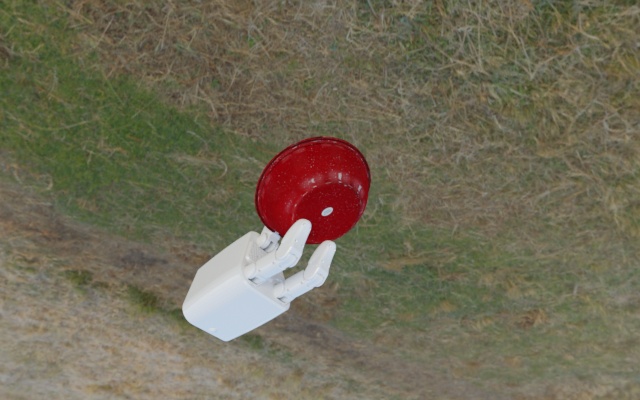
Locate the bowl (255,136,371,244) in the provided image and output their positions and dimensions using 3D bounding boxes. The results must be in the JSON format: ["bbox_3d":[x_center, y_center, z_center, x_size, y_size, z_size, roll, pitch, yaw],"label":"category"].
[{"bbox_3d":[0.001,0.001,0.613,0.162,0.162,0.055,0,32,-22],"label":"bowl"}]
